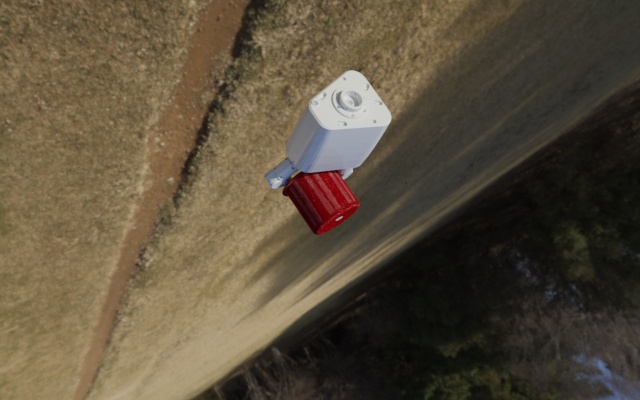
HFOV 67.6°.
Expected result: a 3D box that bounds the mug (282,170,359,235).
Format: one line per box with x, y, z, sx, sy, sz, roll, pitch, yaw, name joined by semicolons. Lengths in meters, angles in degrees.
0.000;0.003;0.719;0.093;0.081;0.117;-27;-15;-29;mug
